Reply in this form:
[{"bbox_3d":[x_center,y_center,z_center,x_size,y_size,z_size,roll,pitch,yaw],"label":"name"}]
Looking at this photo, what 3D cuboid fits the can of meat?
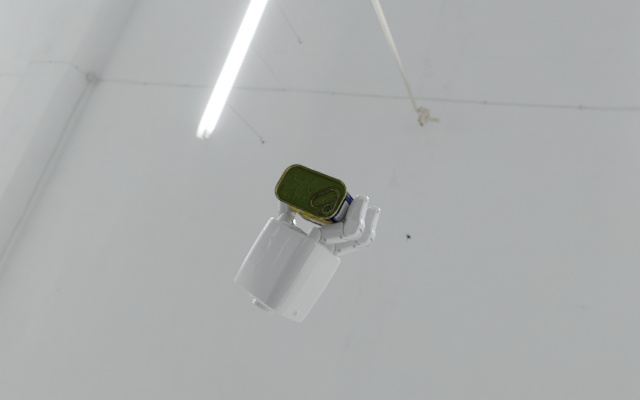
[{"bbox_3d":[0.000,0.002,0.664,0.102,0.057,0.084,22,-12,29],"label":"can of meat"}]
